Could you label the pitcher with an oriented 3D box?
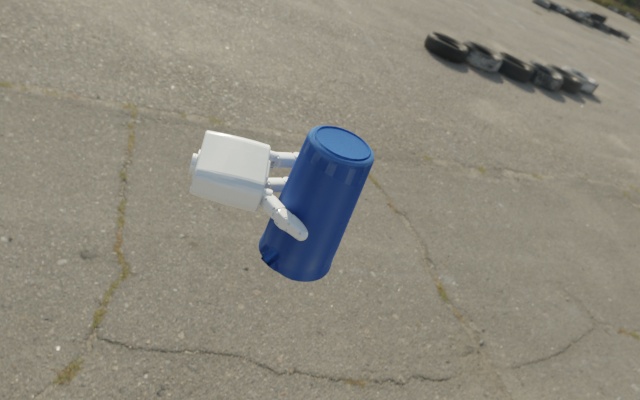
[{"bbox_3d":[0.000,0.003,0.782,0.145,0.243,0.149,16,35,-12],"label":"pitcher"}]
